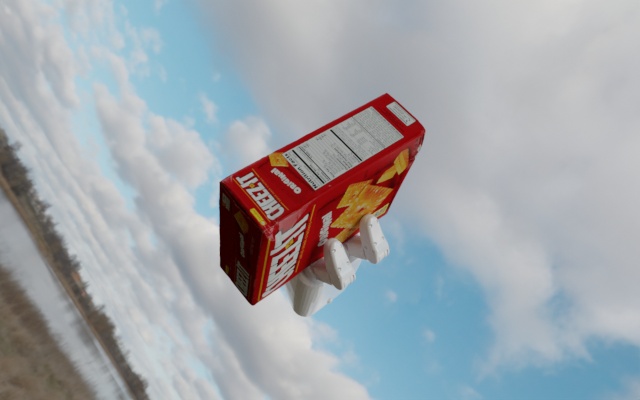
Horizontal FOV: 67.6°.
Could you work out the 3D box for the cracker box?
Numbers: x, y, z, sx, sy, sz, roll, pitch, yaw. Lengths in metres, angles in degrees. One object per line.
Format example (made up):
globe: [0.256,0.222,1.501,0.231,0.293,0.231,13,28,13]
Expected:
cracker box: [0.000,0.001,0.509,0.213,0.072,0.164,-32,-23,-29]
